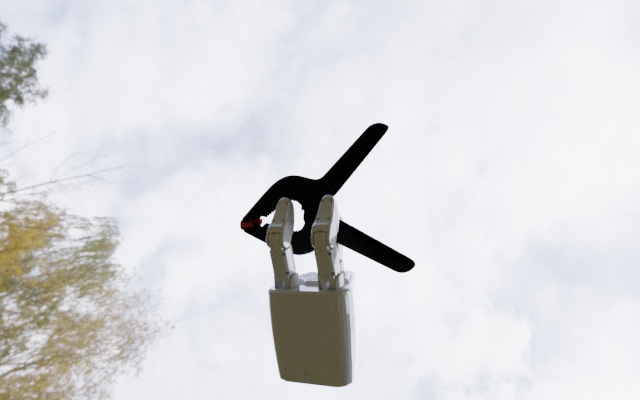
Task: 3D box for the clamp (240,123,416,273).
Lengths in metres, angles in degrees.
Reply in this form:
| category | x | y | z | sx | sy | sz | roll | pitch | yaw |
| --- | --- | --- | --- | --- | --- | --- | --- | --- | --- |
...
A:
| category | x | y | z | sx | sy | sz | roll | pitch | yaw |
| --- | --- | --- | --- | --- | --- | --- | --- | --- | --- |
| clamp | 0.000 | 0.002 | 0.553 | 0.210 | 0.164 | 0.036 | -3 | 3 | 24 |
